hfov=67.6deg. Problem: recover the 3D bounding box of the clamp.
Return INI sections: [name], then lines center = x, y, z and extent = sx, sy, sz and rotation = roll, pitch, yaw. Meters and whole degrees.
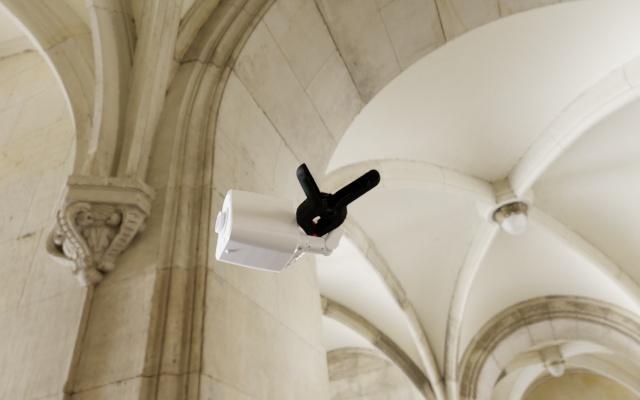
[clamp]
center = 0.000, 0.002, 0.708
extent = 0.120, 0.039, 0.172
rotation = 14, -43, -19
